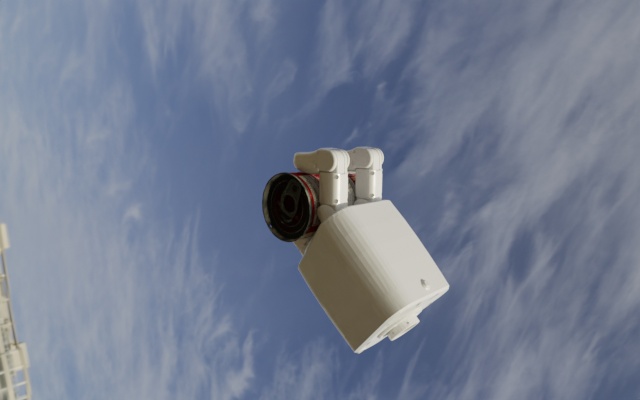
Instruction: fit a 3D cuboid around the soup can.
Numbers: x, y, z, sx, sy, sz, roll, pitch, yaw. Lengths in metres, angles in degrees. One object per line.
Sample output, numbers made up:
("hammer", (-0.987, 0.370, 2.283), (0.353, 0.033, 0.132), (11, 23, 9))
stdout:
("soup can", (0.000, 0.001, 0.496), (0.068, 0.068, 0.102), (0, 6, 43))
